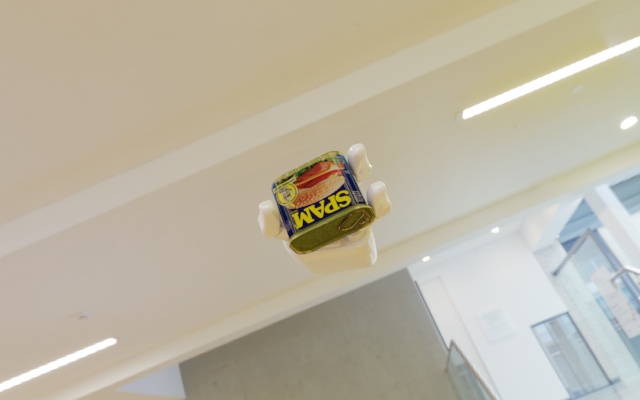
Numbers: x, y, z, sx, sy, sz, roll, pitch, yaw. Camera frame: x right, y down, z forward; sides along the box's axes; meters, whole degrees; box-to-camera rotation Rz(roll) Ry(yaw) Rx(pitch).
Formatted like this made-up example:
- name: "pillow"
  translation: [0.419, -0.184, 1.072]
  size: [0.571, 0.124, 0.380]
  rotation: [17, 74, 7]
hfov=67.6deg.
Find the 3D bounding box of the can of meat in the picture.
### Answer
- name: "can of meat"
  translation: [0.000, 0.002, 0.558]
  size: [0.102, 0.084, 0.057]
  rotation: [-26, -28, 6]
